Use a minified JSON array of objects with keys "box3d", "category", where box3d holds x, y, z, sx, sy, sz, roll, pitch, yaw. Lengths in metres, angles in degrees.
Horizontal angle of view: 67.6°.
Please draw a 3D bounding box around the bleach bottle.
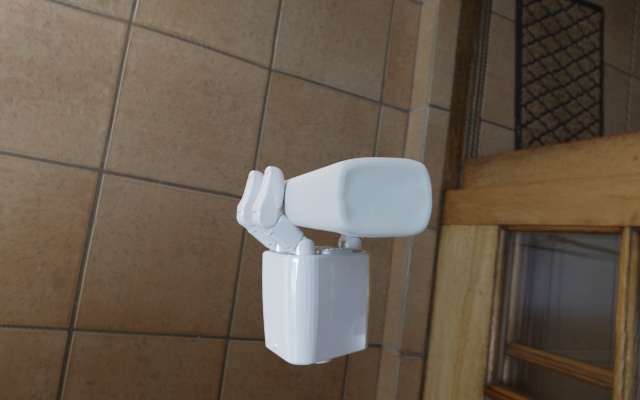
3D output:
[{"box3d":[0.000,0.002,0.507,0.102,0.068,0.251,1,-2,-26],"category":"bleach bottle"}]
